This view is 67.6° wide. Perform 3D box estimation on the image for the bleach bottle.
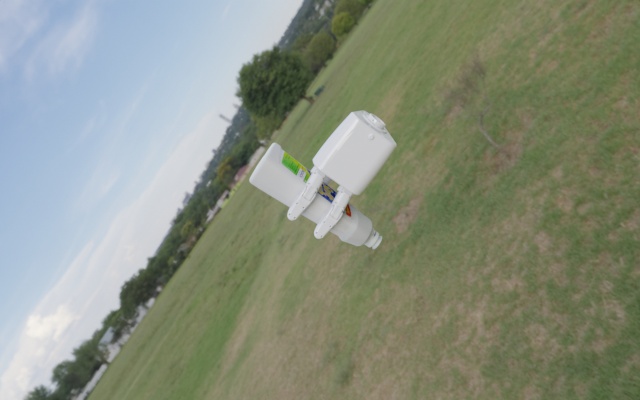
[{"bbox_3d":[0.000,0.003,0.838,0.251,0.068,0.102,34,20,-10],"label":"bleach bottle"}]
